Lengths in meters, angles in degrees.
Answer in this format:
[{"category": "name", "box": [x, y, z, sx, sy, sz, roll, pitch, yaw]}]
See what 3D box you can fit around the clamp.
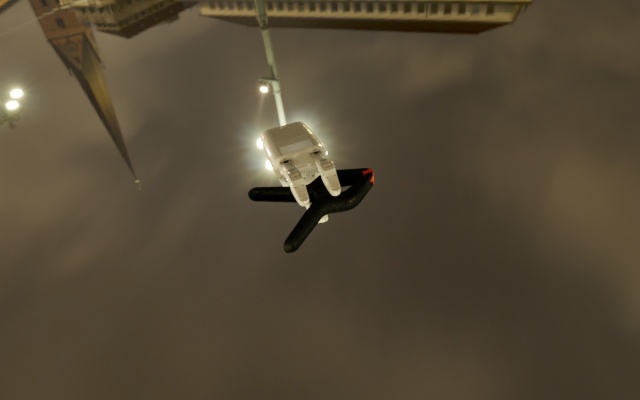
[{"category": "clamp", "box": [0.001, 0.003, 0.783, 0.210, 0.036, 0.164, -18, 42, -12]}]
